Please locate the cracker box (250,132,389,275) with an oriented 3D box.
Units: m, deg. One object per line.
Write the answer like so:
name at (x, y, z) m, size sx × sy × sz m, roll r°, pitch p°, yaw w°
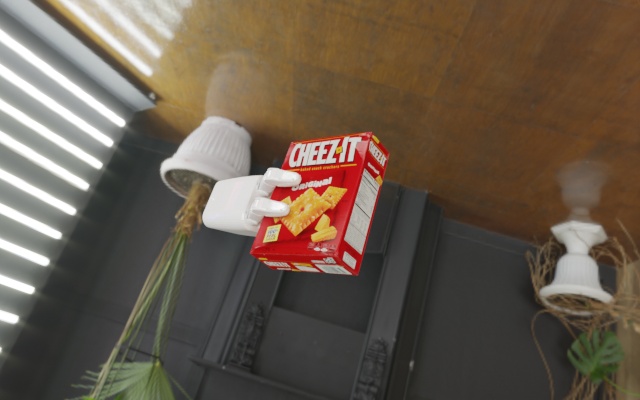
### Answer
cracker box at (0.000, 0.003, 0.745) m, size 0.164 × 0.213 × 0.072 m, roll -2°, pitch -31°, yaw 36°
